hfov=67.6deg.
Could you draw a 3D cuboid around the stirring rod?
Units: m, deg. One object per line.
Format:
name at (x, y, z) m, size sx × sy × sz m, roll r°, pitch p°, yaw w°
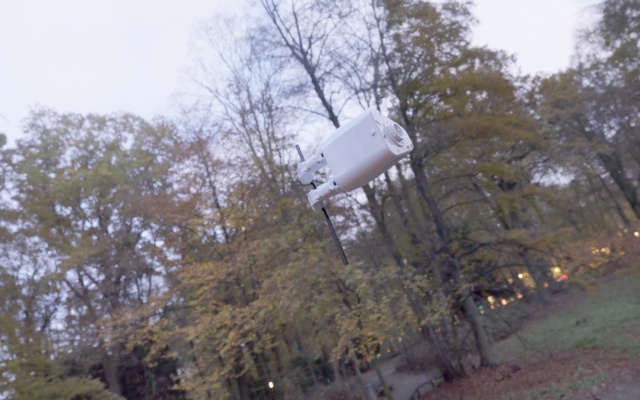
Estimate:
stirring rod at (0.000, 0.003, 0.843) m, size 0.011 × 0.239 × 0.011 m, roll -20°, pitch -19°, yaw -7°
